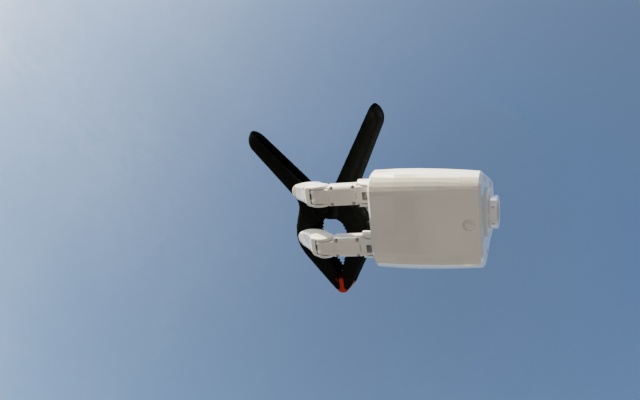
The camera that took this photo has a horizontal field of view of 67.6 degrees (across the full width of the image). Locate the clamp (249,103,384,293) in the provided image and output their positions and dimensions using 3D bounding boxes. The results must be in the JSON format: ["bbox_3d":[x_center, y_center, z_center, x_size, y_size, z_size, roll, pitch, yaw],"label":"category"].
[{"bbox_3d":[0.001,0.002,0.548,0.164,0.210,0.036,0,13,25],"label":"clamp"}]
